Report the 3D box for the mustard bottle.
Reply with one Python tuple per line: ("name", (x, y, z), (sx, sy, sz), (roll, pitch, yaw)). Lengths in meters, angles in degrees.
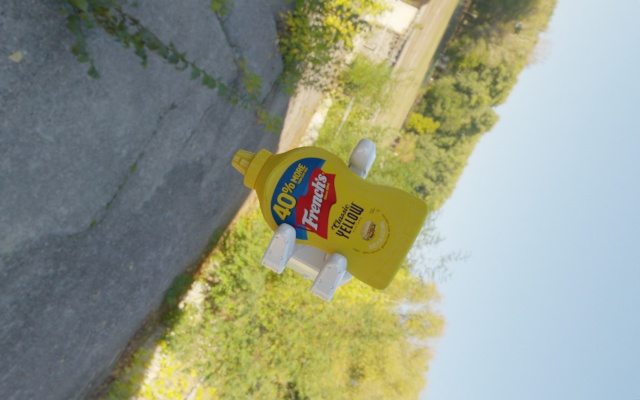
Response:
("mustard bottle", (0.000, 0.002, 0.467), (0.191, 0.096, 0.058), (28, 7, 5))
